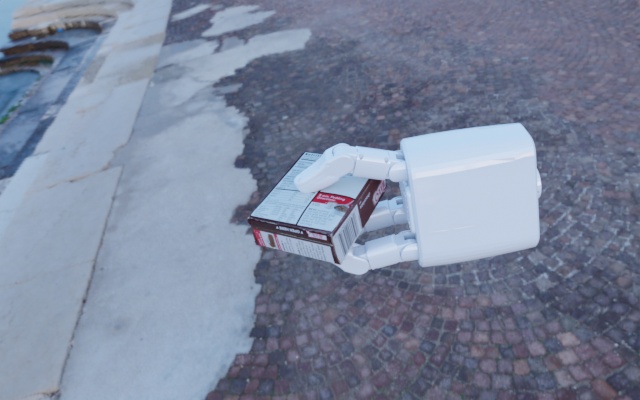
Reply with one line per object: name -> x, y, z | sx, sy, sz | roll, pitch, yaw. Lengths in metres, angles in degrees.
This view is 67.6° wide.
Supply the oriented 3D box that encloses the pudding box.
pudding box -> 0.000, 0.001, 0.448 | 0.090, 0.039, 0.113 | 9, 41, 29
